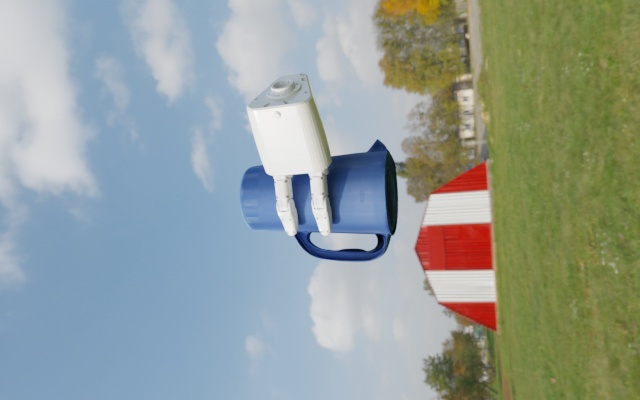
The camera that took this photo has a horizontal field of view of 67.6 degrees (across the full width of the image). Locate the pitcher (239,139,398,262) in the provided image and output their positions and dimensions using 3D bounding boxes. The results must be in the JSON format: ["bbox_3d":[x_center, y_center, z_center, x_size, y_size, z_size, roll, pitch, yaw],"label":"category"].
[{"bbox_3d":[0.000,0.002,0.758,0.243,0.145,0.149,-3,39,17],"label":"pitcher"}]
